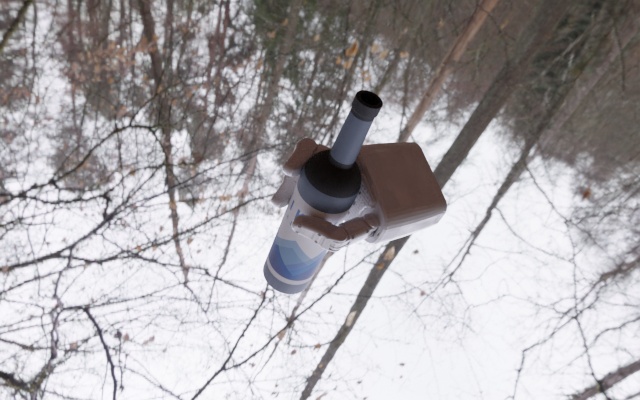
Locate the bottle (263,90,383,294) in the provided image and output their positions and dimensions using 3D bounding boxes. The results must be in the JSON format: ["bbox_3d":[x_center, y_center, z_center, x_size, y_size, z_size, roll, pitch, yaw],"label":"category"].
[{"bbox_3d":[0.000,0.002,0.546,0.069,0.069,0.296,0,-41,-24],"label":"bottle"}]
